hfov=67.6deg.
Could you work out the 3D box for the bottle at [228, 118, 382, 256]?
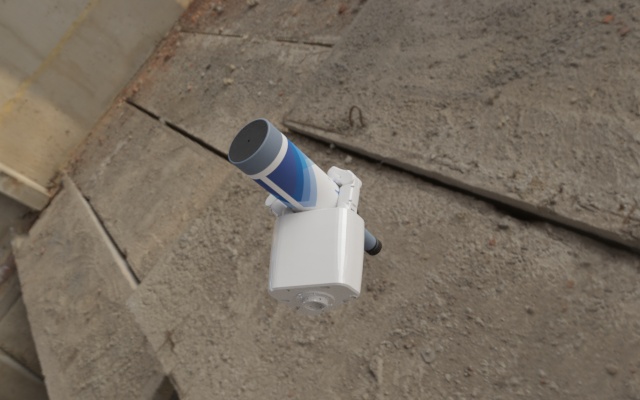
[{"bbox_3d":[0.000,0.002,0.660,0.069,0.069,0.296,0,-30,42],"label":"bottle"}]
